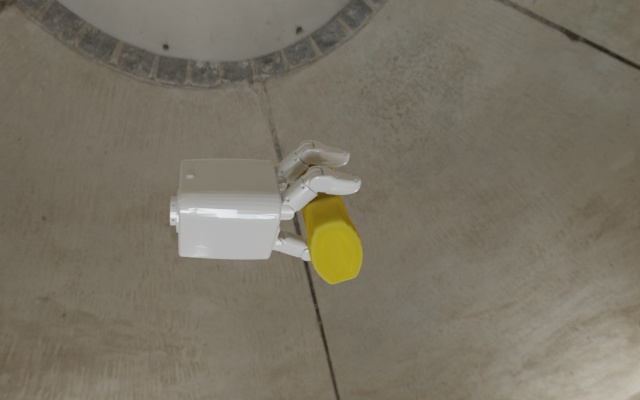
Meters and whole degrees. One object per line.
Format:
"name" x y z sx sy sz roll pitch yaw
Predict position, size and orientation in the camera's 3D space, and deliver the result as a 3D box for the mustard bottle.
"mustard bottle" 0.000 0.002 0.582 0.058 0.096 0.191 -17 40 0
